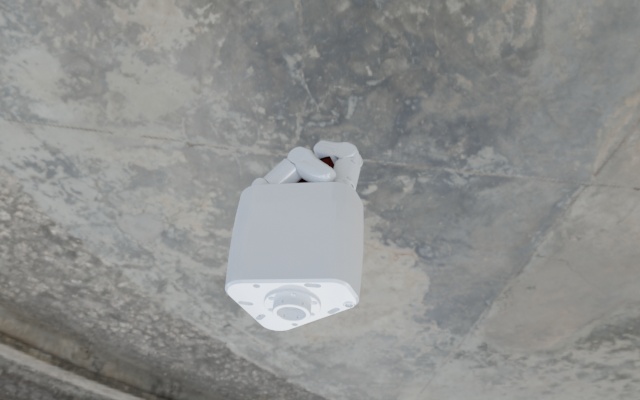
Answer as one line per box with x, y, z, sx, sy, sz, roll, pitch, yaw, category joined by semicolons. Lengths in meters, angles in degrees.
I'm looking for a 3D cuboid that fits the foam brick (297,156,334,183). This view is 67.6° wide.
0.000;0.002;0.507;0.053;0.051;0.078;-14;-44;20;foam brick
